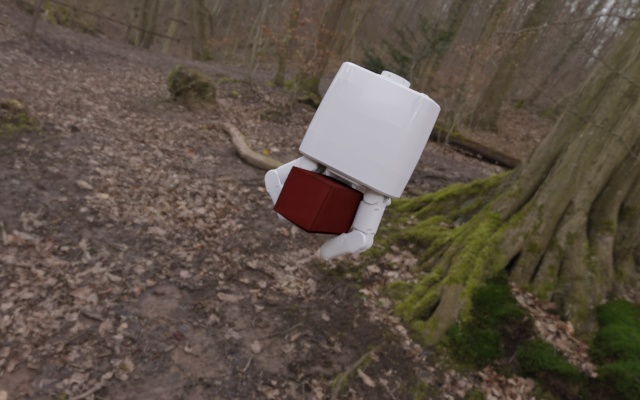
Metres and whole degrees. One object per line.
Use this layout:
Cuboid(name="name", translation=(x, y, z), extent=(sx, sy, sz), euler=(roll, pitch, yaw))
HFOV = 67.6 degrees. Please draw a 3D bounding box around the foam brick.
Cuboid(name="foam brick", translation=(0.000, 0.002, 0.494), extent=(0.053, 0.051, 0.078), euler=(30, 10, 30))
